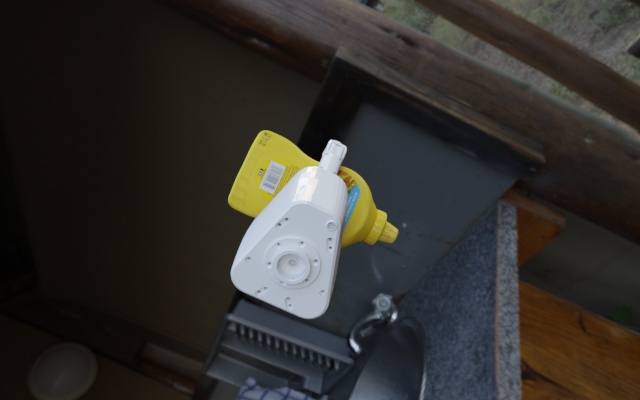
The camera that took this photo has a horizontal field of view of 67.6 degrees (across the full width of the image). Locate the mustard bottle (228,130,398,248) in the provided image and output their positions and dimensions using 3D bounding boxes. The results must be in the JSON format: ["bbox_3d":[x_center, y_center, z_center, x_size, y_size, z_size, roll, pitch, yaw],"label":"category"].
[{"bbox_3d":[0.000,0.002,0.546,0.191,0.096,0.058,25,-6,-4],"label":"mustard bottle"}]
